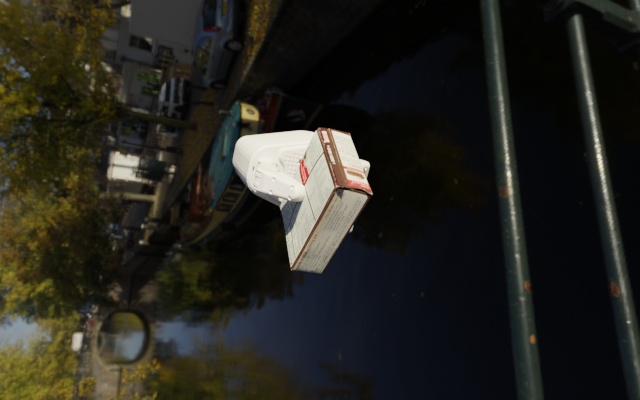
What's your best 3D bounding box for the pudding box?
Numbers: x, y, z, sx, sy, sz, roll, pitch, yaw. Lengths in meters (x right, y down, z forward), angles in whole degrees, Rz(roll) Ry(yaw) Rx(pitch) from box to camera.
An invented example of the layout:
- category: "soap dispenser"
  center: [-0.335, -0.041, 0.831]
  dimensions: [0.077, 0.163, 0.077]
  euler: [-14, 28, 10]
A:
- category: "pudding box"
  center: [0.000, 0.001, 0.455]
  dimensions: [0.039, 0.114, 0.090]
  euler: [9, 40, -23]
